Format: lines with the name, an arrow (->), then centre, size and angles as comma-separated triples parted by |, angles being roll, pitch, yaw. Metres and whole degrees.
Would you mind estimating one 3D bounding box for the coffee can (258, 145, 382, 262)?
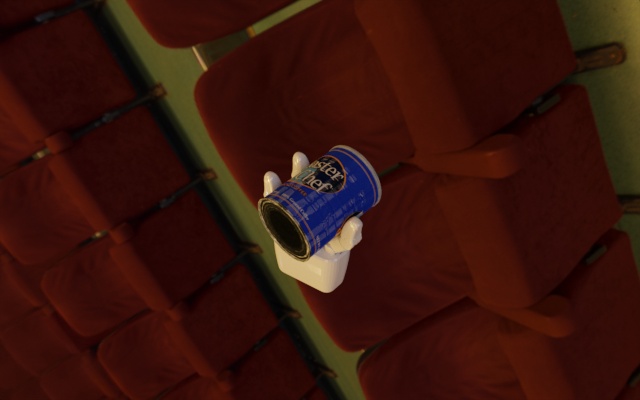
coffee can -> 0.000, 0.002, 0.658 | 0.140, 0.103, 0.103 | -37, 19, -27
